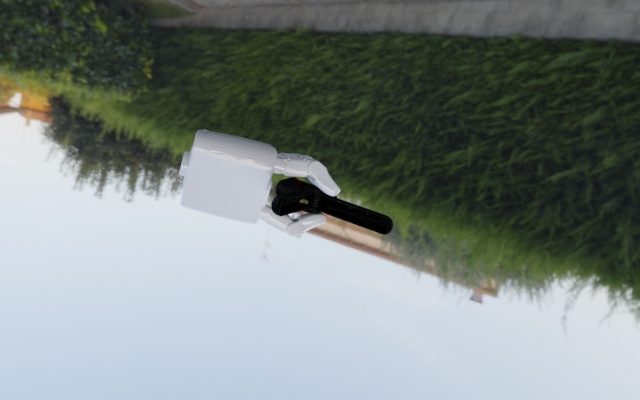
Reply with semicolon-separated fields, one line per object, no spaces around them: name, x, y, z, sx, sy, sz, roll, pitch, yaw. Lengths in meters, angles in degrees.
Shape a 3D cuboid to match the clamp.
clamp;0.000;0.003;0.679;0.164;0.036;0.210;13;9;-15
